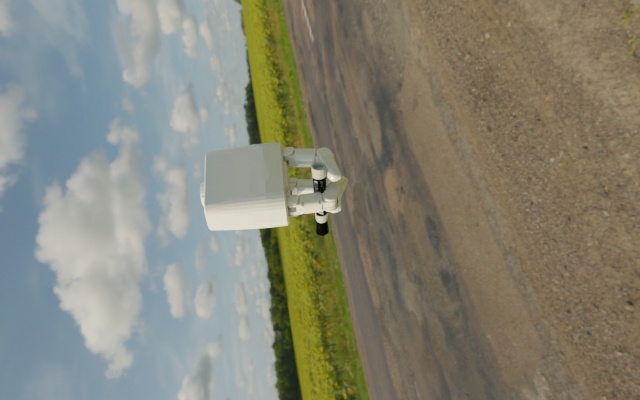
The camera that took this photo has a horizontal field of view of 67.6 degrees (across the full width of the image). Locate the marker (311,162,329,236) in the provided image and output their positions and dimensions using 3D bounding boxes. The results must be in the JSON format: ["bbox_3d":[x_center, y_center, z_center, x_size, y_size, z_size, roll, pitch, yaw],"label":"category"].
[{"bbox_3d":[0.000,0.002,0.649,0.020,0.121,0.020,-2,40,2],"label":"marker"}]
